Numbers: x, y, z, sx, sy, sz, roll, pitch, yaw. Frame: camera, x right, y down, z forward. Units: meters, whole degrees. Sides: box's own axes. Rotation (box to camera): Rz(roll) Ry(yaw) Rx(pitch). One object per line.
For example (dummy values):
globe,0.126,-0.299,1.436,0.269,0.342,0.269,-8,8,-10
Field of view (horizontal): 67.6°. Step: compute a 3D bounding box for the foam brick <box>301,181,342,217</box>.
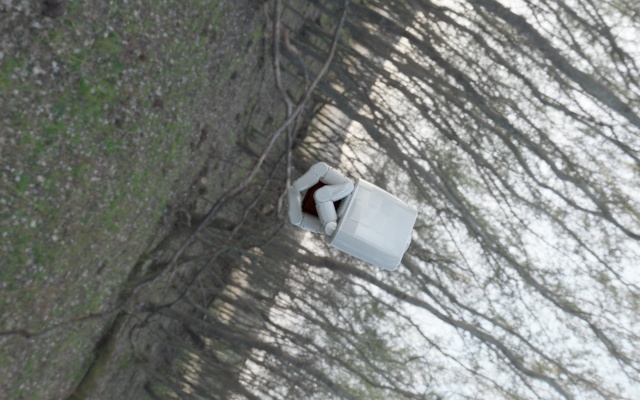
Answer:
foam brick,0.000,0.002,0.770,0.051,0.053,0.078,26,-5,-5
